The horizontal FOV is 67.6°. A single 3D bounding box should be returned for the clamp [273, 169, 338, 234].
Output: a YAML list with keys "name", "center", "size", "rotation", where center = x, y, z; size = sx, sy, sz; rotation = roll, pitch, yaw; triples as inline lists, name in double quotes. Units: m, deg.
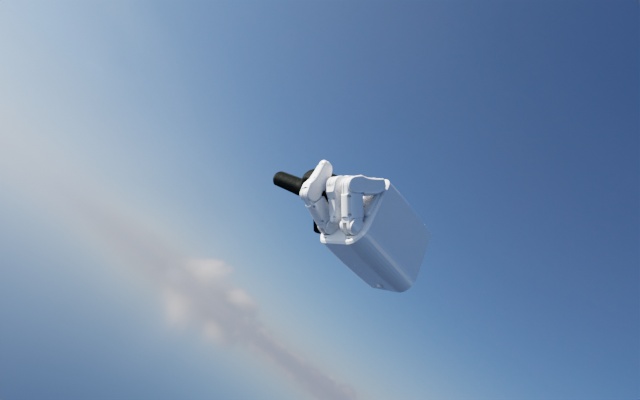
- name: "clamp"
  center: [0.001, 0.002, 0.698]
  size: [0.120, 0.039, 0.171]
  rotation: [48, -20, -19]
